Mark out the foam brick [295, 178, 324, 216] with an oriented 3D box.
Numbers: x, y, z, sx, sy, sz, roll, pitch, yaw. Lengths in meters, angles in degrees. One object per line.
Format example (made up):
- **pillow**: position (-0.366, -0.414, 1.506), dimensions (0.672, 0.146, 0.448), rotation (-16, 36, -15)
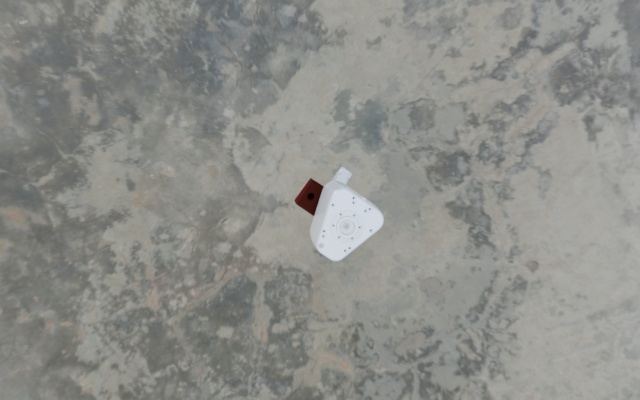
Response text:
- **foam brick**: position (0.000, 0.003, 0.853), dimensions (0.078, 0.053, 0.051), rotation (34, 3, -7)
